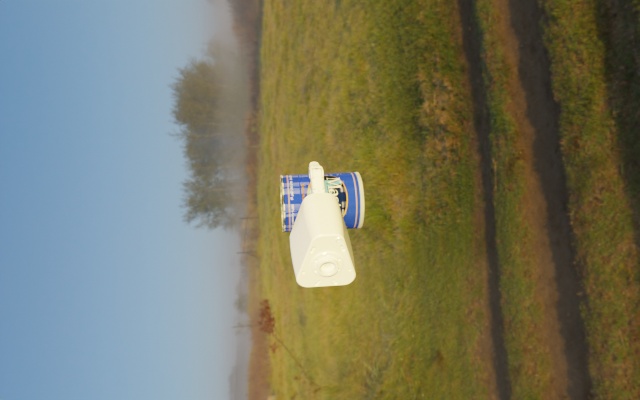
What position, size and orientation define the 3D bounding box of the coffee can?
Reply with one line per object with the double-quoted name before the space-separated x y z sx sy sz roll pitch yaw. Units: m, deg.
"coffee can" 0.000 0.003 0.854 0.140 0.103 0.103 -3 0 -6
